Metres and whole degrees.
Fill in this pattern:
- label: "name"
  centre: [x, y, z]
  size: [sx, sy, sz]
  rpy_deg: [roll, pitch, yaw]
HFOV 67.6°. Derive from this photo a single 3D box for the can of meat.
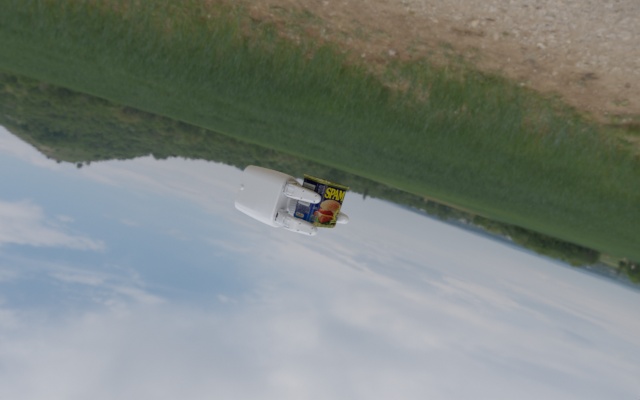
- label: "can of meat"
  centre: [0.000, 0.003, 0.879]
  size: [0.057, 0.084, 0.102]
  rpy_deg: [19, 4, 31]
